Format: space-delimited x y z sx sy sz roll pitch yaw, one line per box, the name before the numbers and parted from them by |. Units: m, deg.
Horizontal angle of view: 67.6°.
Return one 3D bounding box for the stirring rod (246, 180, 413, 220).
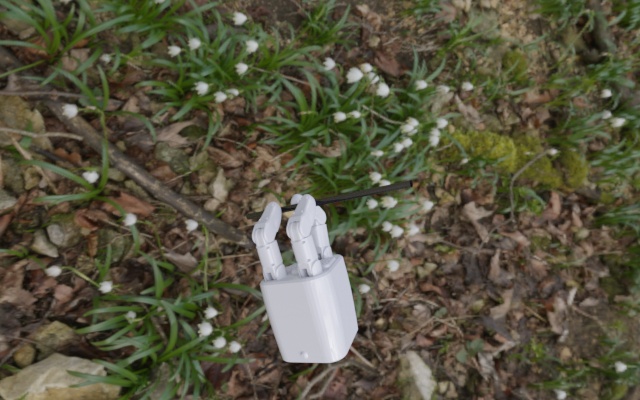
stirring rod | 0.000 0.002 0.585 0.239 0.011 0.011 -12 -6 33
